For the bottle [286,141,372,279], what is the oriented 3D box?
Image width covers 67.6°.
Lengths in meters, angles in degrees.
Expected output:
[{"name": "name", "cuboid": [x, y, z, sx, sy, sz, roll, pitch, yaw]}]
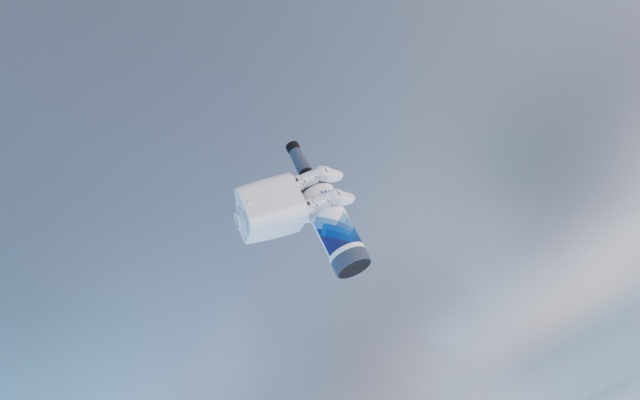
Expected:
[{"name": "bottle", "cuboid": [0.000, 0.003, 0.888, 0.069, 0.295, 0.069, -20, -30, -12]}]
